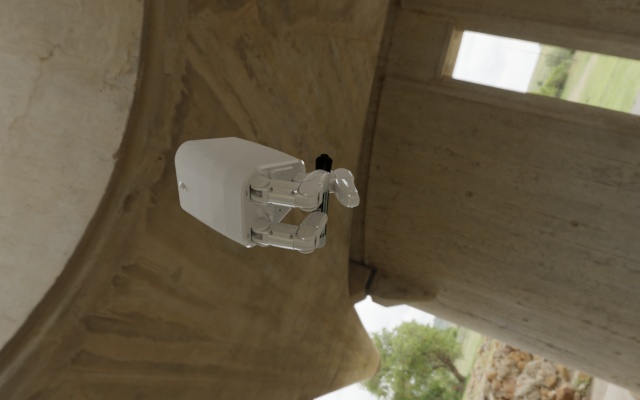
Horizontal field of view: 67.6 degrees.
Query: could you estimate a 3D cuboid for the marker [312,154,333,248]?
[{"bbox_3d":[0.000,0.002,0.548,0.020,0.121,0.020,3,33,-2],"label":"marker"}]
